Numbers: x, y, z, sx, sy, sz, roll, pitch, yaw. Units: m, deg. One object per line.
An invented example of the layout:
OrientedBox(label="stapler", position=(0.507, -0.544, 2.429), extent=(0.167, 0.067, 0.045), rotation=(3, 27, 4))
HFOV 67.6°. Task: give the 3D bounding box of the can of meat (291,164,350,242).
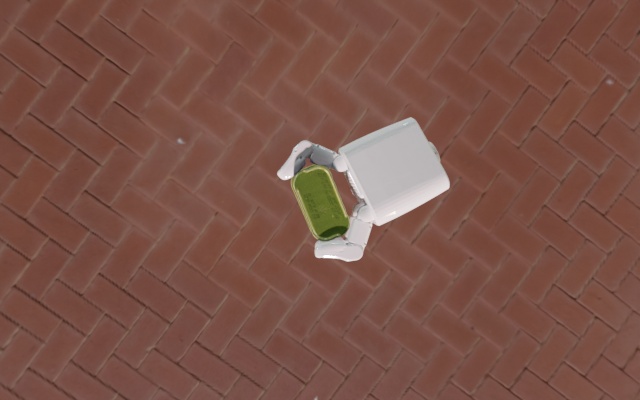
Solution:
OrientedBox(label="can of meat", position=(0.000, 0.002, 0.641), extent=(0.057, 0.102, 0.084), rotation=(-23, 4, -2))
